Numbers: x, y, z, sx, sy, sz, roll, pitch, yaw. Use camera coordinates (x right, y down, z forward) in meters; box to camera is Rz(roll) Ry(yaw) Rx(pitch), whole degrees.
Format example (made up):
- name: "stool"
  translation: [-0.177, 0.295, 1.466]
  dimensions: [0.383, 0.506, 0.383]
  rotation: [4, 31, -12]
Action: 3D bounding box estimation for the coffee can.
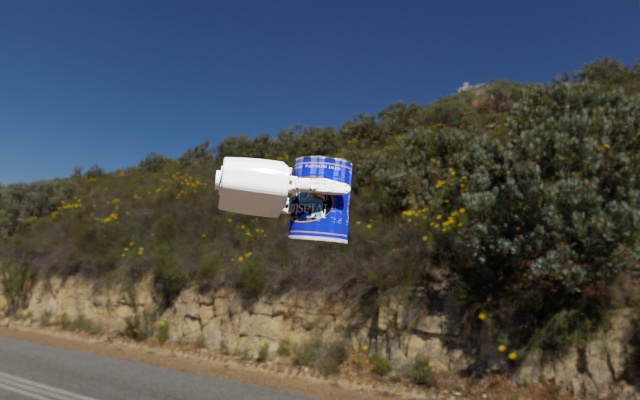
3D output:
- name: "coffee can"
  translation: [0.000, 0.003, 0.826]
  dimensions: [0.103, 0.140, 0.103]
  rotation: [4, -7, 1]
